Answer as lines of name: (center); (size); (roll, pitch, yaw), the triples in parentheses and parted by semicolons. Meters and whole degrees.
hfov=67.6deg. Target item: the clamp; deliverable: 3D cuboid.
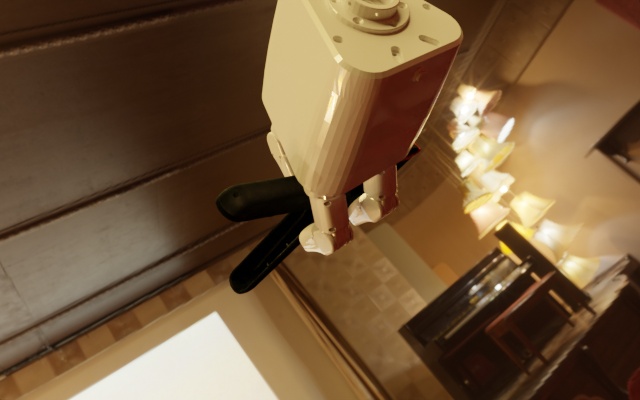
clamp: (0.000, 0.000, 0.419); (0.210, 0.036, 0.165); (-30, -21, -28)
